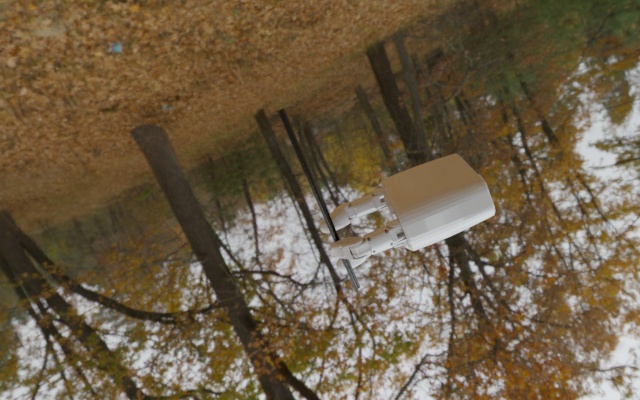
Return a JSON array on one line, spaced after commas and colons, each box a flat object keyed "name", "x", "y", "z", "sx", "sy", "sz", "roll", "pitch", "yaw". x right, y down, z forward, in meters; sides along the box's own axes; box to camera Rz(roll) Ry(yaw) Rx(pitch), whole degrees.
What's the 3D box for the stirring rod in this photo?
[{"name": "stirring rod", "x": 0.000, "y": 0.002, "z": 0.583, "sx": 0.011, "sy": 0.239, "sz": 0.011, "roll": -22, "pitch": 10, "yaw": 4}]
